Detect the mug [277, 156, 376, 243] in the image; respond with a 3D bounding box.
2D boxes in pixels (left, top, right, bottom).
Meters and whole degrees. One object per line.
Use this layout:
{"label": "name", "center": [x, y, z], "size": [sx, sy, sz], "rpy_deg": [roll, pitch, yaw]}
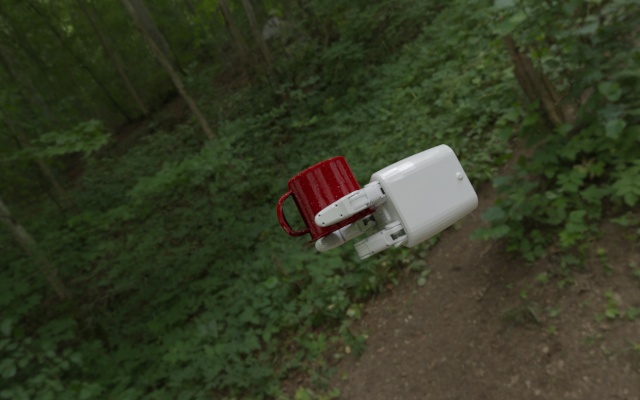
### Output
{"label": "mug", "center": [-0.001, 0.002, 0.594], "size": [0.117, 0.081, 0.093], "rpy_deg": [-25, -4, -17]}
